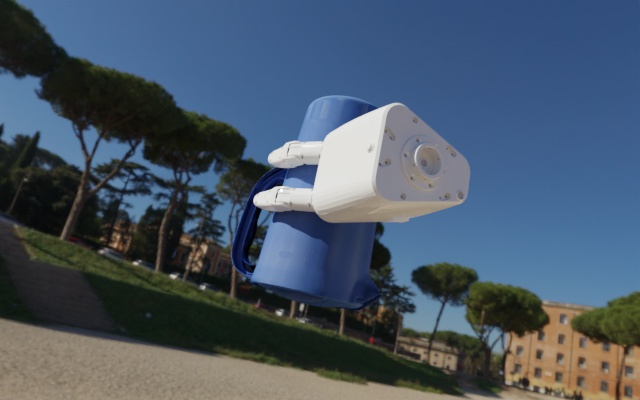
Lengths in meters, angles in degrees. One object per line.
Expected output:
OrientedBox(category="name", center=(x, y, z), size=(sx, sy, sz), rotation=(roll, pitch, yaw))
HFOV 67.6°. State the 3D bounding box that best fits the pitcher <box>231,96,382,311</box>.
OrientedBox(category="pitcher", center=(0.000, 0.002, 0.577), size=(0.149, 0.242, 0.145), rotation=(20, -17, -23))
